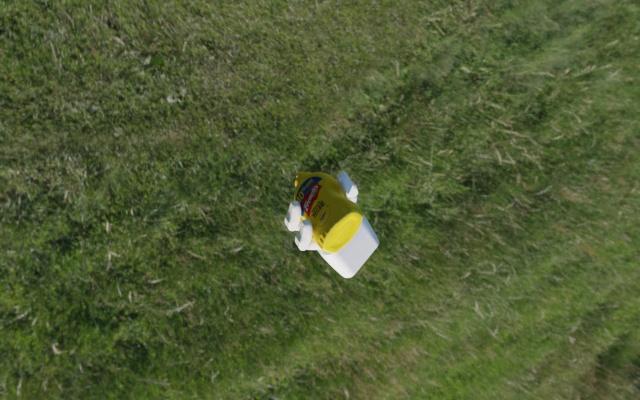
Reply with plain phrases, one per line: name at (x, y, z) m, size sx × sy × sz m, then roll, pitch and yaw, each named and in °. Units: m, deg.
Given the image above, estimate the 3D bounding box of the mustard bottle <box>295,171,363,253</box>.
mustard bottle at (0.000, 0.003, 0.883) m, size 0.058 × 0.096 × 0.191 m, roll 18°, pitch 24°, yaw -39°
